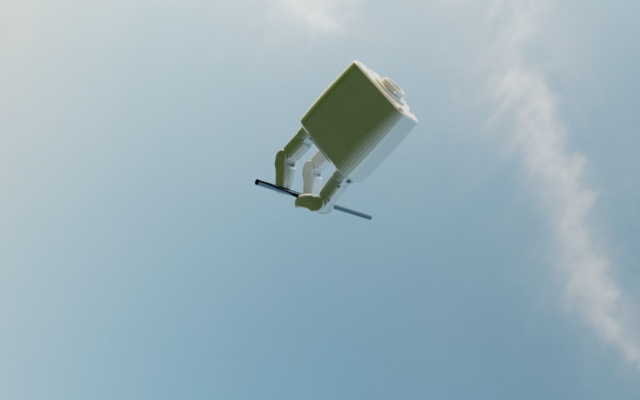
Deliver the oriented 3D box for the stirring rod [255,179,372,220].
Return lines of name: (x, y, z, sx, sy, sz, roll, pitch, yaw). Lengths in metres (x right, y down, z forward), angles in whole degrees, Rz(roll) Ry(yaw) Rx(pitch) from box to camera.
stirring rod: (0.000, 0.002, 0.682, 0.011, 0.011, 0.239, 0, -12, 43)
